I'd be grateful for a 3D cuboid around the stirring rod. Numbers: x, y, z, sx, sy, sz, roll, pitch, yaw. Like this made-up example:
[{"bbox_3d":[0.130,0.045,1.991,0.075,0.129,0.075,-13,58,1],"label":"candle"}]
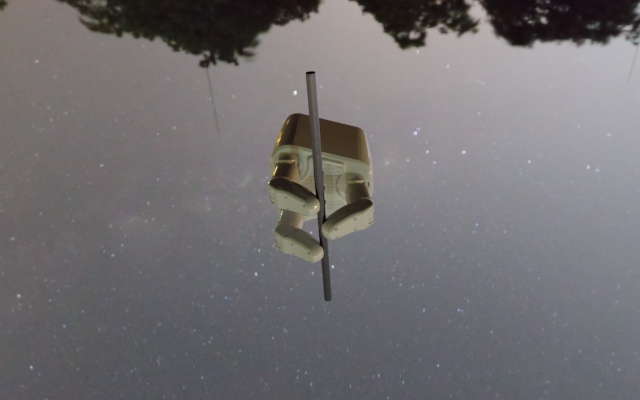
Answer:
[{"bbox_3d":[0.000,0.001,0.439,0.011,0.240,0.011,-3,32,2],"label":"stirring rod"}]
